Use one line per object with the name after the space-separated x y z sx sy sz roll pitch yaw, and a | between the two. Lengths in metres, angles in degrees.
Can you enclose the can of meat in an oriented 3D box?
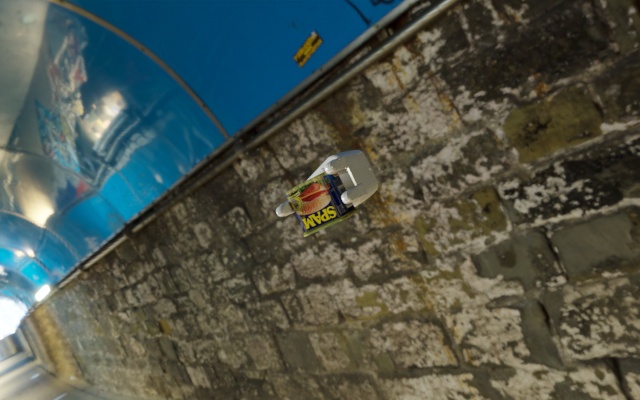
0.000 0.002 0.808 0.102 0.084 0.057 -25 1 33 | can of meat
